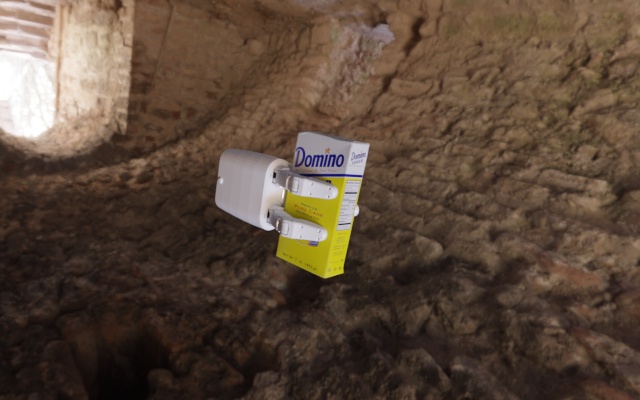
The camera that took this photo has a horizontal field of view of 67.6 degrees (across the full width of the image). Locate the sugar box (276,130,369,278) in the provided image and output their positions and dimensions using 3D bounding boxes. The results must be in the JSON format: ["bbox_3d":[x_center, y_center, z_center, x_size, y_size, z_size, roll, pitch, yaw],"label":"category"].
[{"bbox_3d":[0.000,0.002,0.625,0.093,0.176,0.048,18,15,37],"label":"sugar box"}]
